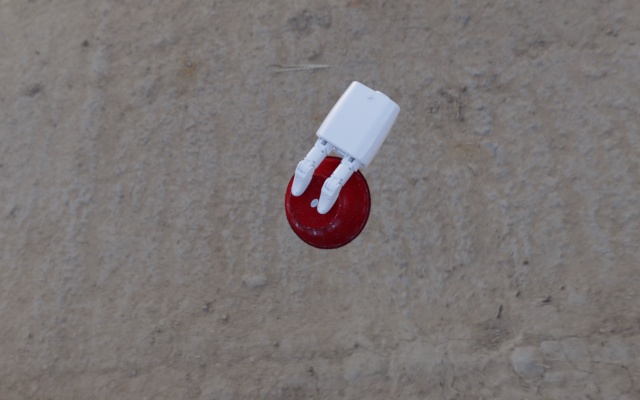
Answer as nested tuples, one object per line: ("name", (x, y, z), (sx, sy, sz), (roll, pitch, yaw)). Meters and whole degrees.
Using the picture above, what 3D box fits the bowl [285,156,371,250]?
("bowl", (0.000, 0.004, 0.798), (0.162, 0.162, 0.055), (0, -2, 24))
